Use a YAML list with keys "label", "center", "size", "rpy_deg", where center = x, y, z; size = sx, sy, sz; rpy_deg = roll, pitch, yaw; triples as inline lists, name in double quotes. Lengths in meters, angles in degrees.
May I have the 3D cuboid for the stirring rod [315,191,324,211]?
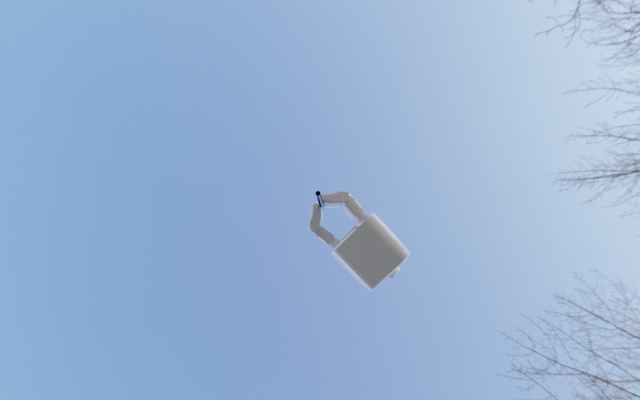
- label: "stirring rod"
  center: [0.000, 0.003, 0.868]
  size: [0.011, 0.011, 0.239]
  rpy_deg: [0, -7, 2]
